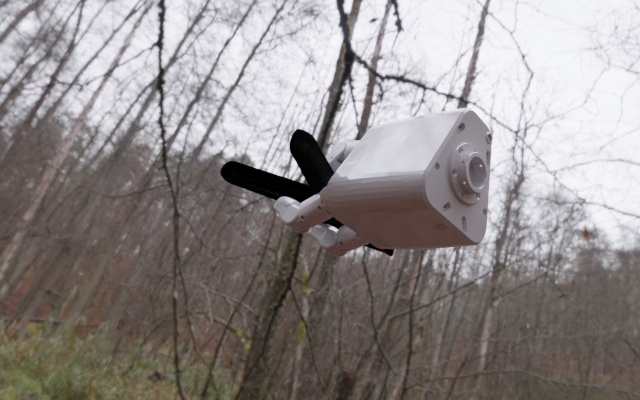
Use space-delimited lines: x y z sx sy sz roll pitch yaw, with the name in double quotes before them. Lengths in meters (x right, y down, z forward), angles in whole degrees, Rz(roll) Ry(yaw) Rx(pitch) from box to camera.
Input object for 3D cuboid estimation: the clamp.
"clamp" 0.001 0.001 0.516 0.210 0.036 0.164 36 -24 -33
